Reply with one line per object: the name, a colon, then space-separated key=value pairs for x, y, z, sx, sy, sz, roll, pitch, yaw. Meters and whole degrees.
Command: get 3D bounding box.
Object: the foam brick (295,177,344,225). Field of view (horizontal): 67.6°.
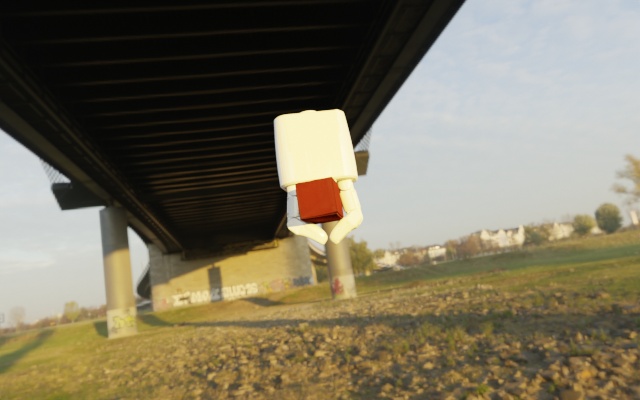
foam brick: x=0.000 y=0.002 z=0.670 sx=0.053 sy=0.051 sz=0.078 roll=-10 pitch=-10 yaw=8
